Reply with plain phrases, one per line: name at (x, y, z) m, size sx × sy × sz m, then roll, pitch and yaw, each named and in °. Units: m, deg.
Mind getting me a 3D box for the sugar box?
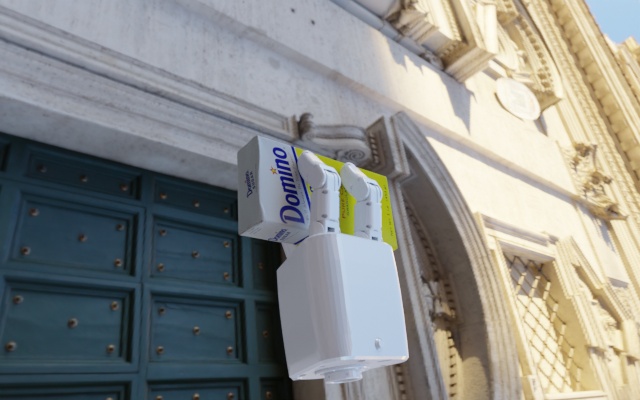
sugar box at (0.001, 0.002, 0.498) m, size 0.176 × 0.093 × 0.048 m, roll 15°, pitch -32°, yaw -38°
